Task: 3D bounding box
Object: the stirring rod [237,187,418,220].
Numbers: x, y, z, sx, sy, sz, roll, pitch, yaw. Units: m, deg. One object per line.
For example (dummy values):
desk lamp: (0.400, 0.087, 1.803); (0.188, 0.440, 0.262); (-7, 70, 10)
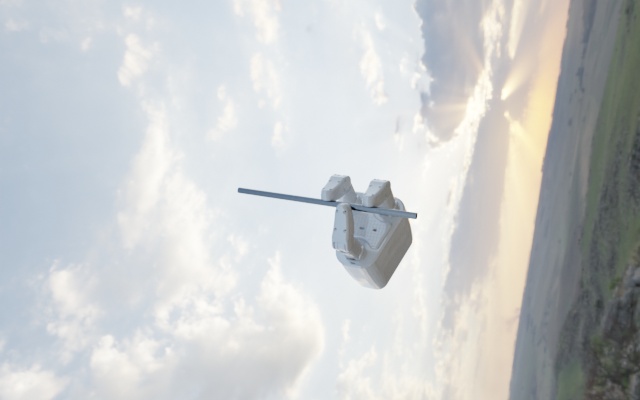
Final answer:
stirring rod: (0.000, 0.002, 0.588); (0.239, 0.011, 0.011); (8, 3, 24)
